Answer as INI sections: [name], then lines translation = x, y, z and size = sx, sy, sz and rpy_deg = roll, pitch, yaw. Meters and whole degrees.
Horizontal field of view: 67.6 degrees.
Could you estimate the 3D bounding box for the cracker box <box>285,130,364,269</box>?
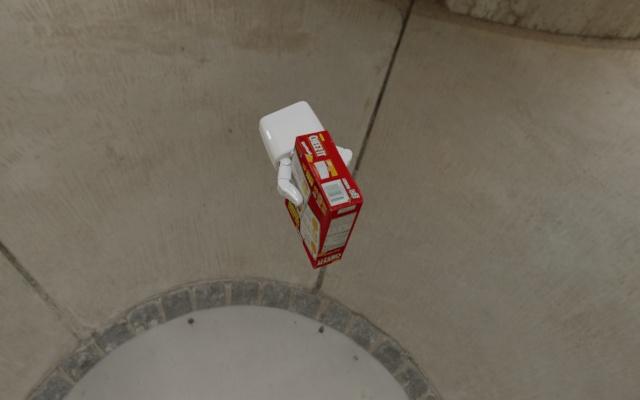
[cracker box]
translation = 0.000, 0.003, 0.888
size = 0.072, 0.164, 0.214
rpy_deg = -15, -30, -19
